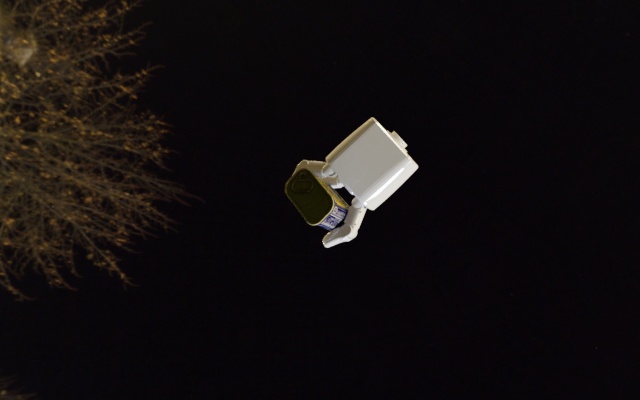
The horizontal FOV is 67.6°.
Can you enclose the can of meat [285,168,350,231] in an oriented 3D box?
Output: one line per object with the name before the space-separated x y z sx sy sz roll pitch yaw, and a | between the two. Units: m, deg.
can of meat | 0.000 0.003 0.805 0.102 0.057 0.084 51 13 31
